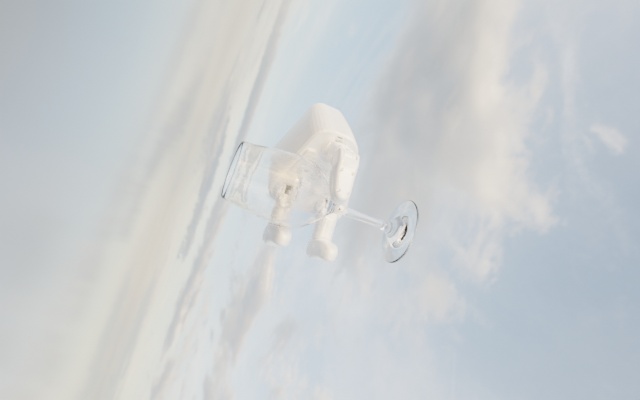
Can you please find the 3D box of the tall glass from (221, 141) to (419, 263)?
[{"bbox_3d":[0.001,0.002,0.509,0.201,0.079,0.079,20,-6,-17],"label":"tall glass"}]
